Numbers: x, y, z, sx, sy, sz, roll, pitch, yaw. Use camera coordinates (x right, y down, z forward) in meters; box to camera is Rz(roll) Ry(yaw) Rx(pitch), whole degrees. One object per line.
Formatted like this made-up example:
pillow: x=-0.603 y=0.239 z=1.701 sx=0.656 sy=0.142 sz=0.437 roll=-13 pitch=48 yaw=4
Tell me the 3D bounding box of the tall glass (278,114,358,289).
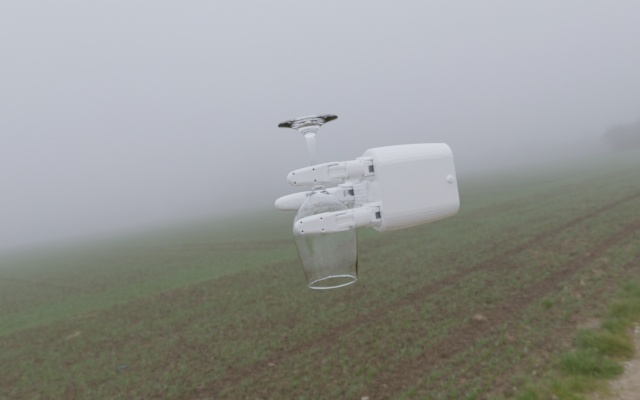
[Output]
tall glass: x=0.000 y=0.001 z=0.580 sx=0.079 sy=0.201 sz=0.079 roll=-9 pitch=1 yaw=0
